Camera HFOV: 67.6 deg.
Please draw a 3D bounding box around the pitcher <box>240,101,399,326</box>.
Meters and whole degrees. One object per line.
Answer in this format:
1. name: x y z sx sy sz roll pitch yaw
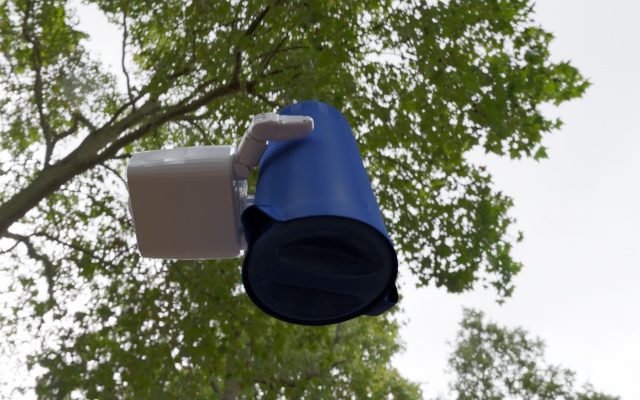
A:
1. pitcher: 0.000 0.002 0.498 0.145 0.149 0.242 -3 37 -2
